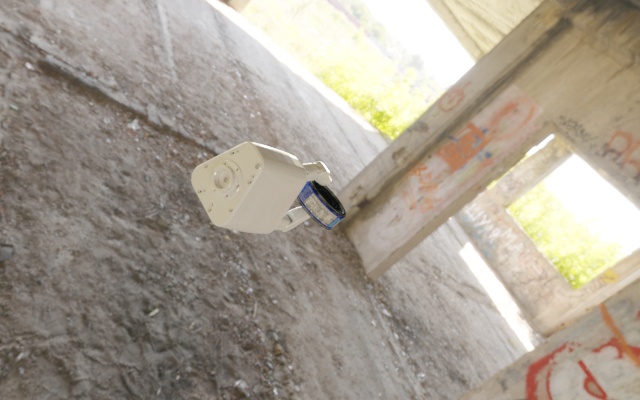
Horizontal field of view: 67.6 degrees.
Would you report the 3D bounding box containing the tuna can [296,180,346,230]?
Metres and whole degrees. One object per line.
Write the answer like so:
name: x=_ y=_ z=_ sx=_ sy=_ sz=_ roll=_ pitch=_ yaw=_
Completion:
tuna can: x=0.001 y=0.002 z=0.737 sx=0.034 sy=0.086 sz=0.086 roll=-41 pitch=-12 yaw=13
